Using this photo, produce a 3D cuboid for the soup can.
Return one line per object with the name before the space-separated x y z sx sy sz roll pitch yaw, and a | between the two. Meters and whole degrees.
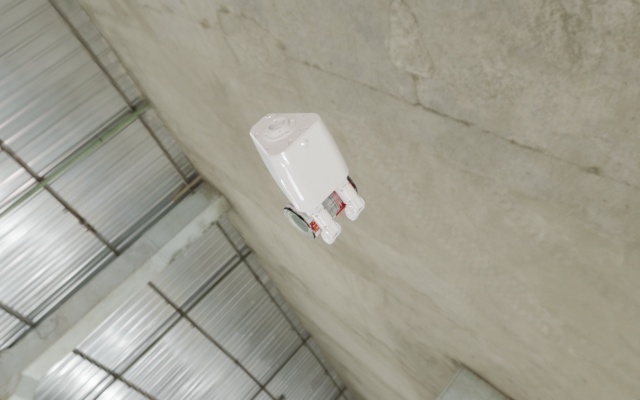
soup can | 0.000 0.003 0.741 0.102 0.068 0.068 -45 17 -18
